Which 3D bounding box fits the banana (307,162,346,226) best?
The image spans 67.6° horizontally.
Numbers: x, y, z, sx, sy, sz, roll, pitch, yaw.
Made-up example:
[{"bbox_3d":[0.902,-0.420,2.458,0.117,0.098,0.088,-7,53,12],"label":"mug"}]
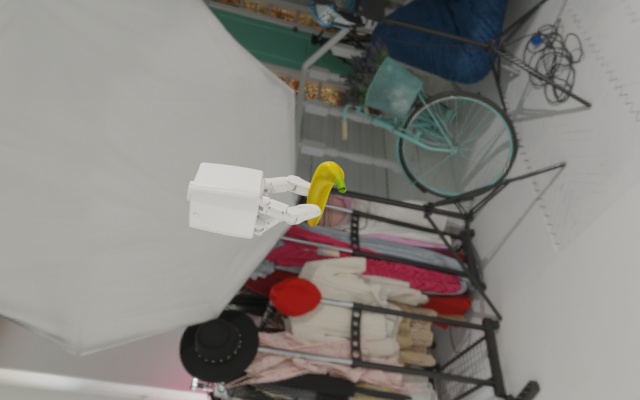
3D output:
[{"bbox_3d":[0.003,-0.016,0.779,0.037,0.069,0.198,9,-20,-10],"label":"banana"}]
